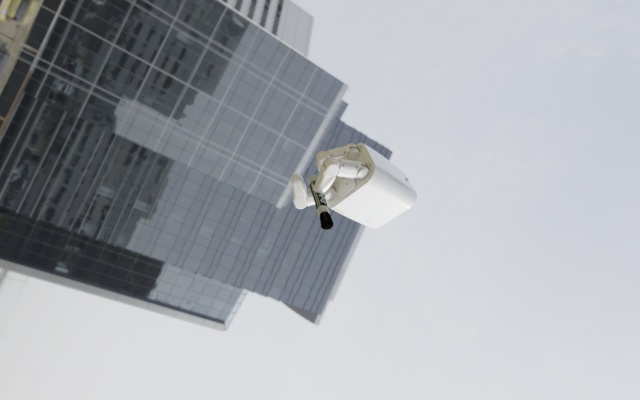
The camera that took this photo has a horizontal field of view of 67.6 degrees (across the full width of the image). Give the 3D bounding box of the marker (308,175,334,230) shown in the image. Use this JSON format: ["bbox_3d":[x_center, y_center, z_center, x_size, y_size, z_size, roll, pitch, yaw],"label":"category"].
[{"bbox_3d":[0.000,0.002,0.734,0.020,0.020,0.121,0,37,-14],"label":"marker"}]
